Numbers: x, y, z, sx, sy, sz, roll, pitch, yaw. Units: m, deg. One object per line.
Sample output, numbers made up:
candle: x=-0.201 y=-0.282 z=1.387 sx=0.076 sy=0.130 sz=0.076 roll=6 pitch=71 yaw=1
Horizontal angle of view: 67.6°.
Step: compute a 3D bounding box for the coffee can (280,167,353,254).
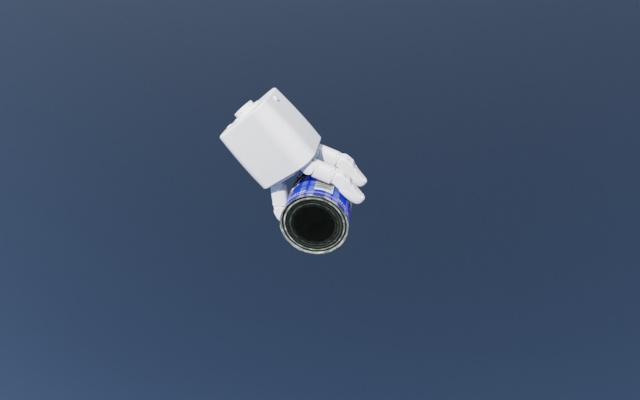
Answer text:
coffee can: x=0.000 y=0.003 z=0.755 sx=0.103 sy=0.103 sz=0.140 roll=0 pitch=30 yaw=9
